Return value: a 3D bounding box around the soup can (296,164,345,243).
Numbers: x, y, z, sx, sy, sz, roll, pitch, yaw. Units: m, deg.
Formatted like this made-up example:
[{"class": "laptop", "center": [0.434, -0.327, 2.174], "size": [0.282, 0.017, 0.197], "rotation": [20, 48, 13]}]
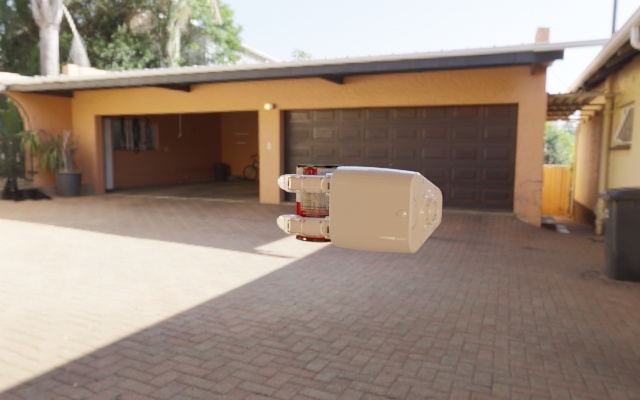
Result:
[{"class": "soup can", "center": [0.000, 0.002, 0.652], "size": [0.068, 0.102, 0.068], "rotation": [1, 5, 0]}]
